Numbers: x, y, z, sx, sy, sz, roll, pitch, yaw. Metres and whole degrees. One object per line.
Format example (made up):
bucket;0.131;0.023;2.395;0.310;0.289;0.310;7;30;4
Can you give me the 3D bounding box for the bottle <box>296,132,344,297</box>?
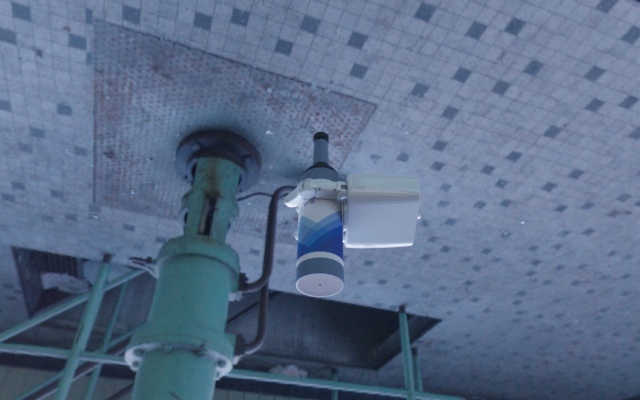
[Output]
bottle;0.000;0.003;0.743;0.069;0.295;0.069;0;-39;0
